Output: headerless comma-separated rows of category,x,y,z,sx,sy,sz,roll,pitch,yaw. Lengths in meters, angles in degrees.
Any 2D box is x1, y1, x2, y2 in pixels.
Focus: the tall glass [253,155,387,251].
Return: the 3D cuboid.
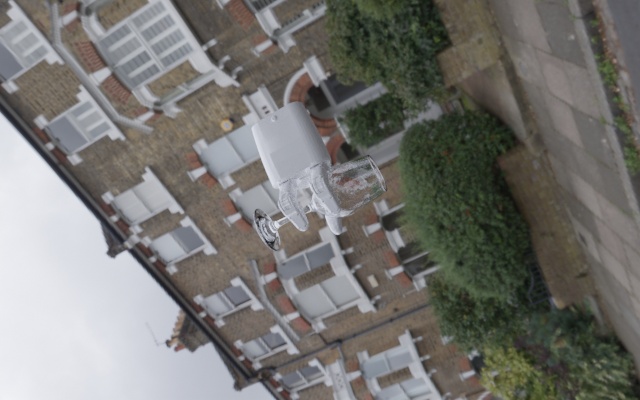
tall glass,0.000,0.003,0.738,0.201,0.079,0.079,-27,-7,14
